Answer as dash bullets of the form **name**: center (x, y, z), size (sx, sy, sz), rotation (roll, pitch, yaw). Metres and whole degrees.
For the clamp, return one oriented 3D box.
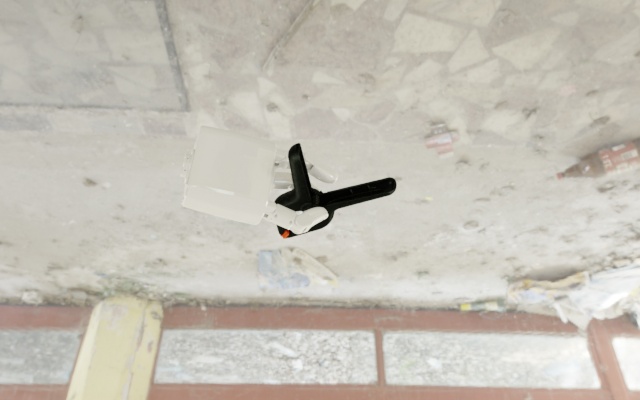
- **clamp**: center (0.000, 0.003, 0.705), size (0.164, 0.036, 0.210), rotation (15, -36, -18)
